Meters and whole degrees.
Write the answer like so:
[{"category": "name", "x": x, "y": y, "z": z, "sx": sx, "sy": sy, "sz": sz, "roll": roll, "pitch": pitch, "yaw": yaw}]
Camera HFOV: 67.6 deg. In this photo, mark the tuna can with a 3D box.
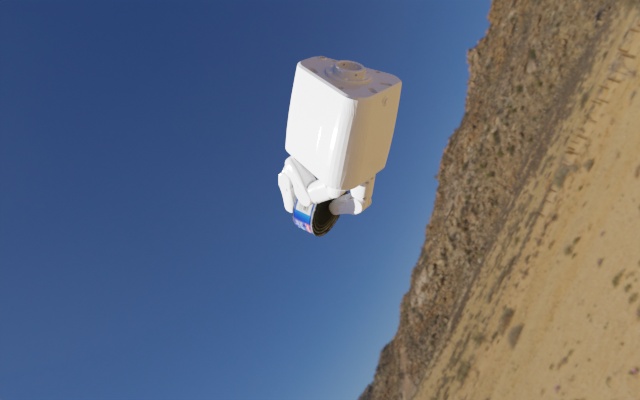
[{"category": "tuna can", "x": 0.000, "y": 0.002, "z": 0.630, "sx": 0.033, "sy": 0.086, "sz": 0.086, "roll": 24, "pitch": 11, "yaw": 24}]
